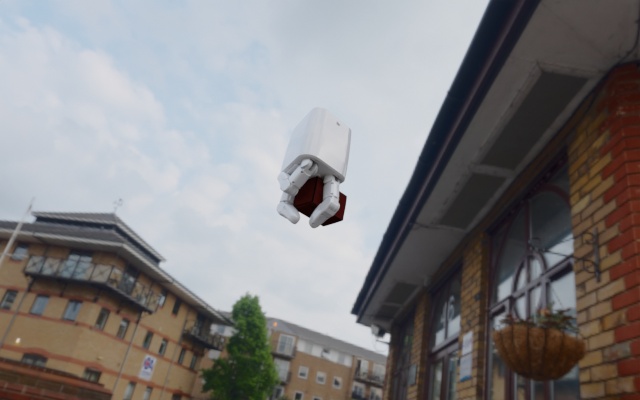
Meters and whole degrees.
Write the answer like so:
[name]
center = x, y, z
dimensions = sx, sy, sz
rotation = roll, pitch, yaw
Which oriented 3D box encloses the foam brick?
[foam brick]
center = 0.000, 0.003, 0.830
dimensions = 0.053, 0.051, 0.078
rotation = -18, -39, 42
